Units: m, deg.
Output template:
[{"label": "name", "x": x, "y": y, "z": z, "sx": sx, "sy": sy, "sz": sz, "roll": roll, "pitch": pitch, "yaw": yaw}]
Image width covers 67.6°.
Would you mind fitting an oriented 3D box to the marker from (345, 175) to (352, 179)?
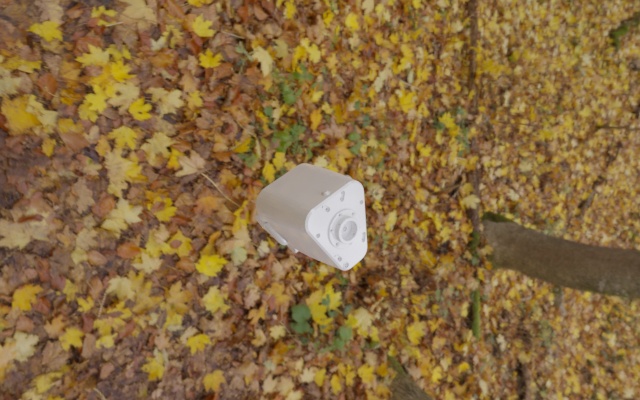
[{"label": "marker", "x": 0.000, "y": 0.002, "z": 0.696, "sx": 0.121, "sy": 0.020, "sz": 0.020, "roll": -37, "pitch": 17, "yaw": -24}]
